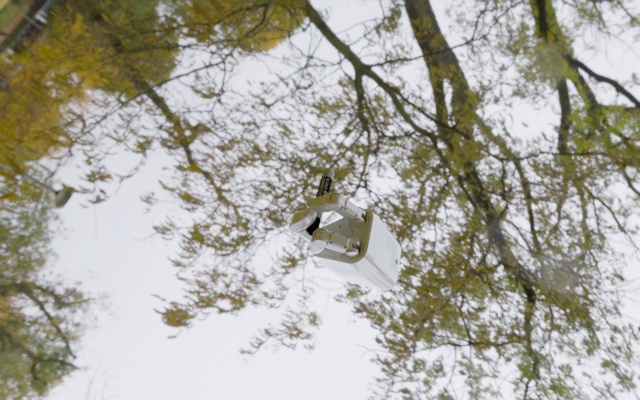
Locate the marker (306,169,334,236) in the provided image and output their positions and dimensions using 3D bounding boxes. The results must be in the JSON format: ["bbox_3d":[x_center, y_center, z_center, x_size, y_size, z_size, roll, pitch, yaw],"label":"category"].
[{"bbox_3d":[0.000,0.002,0.758,0.020,0.121,0.020,11,-32,7],"label":"marker"}]
